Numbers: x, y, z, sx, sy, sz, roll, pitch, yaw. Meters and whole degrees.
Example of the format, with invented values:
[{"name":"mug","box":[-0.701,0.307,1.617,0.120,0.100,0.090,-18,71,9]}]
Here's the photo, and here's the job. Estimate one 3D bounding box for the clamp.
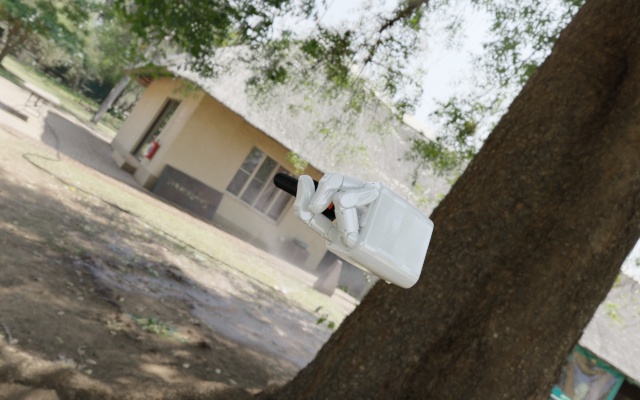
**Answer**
[{"name":"clamp","box":[0.000,0.002,0.714,0.120,0.039,0.171,31,-4,-23]}]
